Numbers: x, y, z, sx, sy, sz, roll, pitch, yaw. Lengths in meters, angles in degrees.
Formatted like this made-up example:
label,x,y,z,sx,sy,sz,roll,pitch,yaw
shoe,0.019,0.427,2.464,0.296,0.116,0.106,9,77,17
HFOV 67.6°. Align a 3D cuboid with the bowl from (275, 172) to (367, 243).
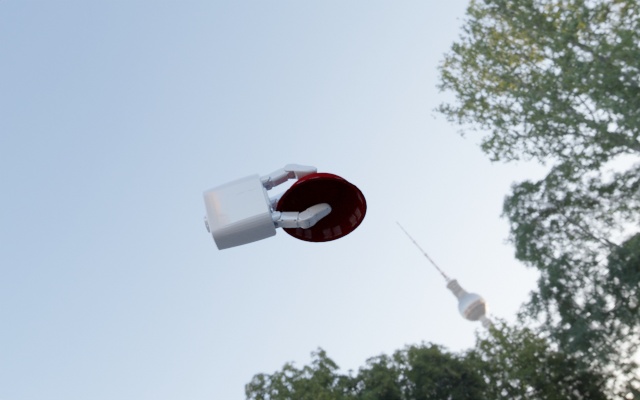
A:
label,x,y,z,sx,sy,sz,roll,pitch,yaw
bowl,0.001,0.003,0.856,0.162,0.162,0.055,0,43,-6
